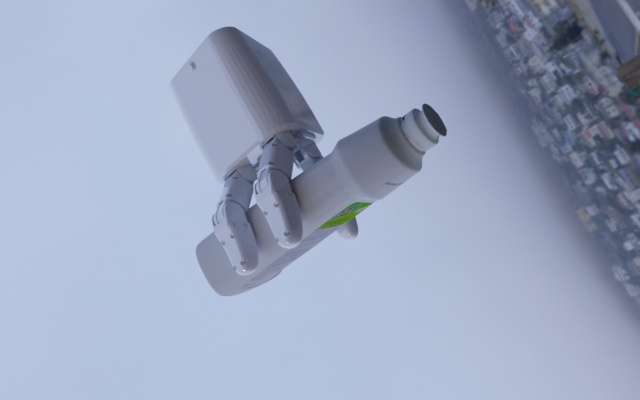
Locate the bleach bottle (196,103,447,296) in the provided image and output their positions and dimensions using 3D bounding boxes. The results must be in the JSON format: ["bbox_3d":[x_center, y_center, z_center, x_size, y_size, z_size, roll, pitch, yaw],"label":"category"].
[{"bbox_3d":[0.000,0.001,0.414,0.251,0.068,0.102,-35,-9,33],"label":"bleach bottle"}]
